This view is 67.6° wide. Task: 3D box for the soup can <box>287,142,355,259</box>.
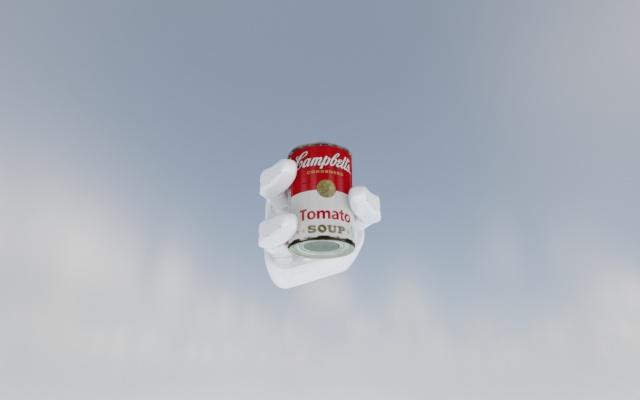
[{"bbox_3d":[0.000,0.002,0.481,0.068,0.102,0.068,-1,-23,0],"label":"soup can"}]
